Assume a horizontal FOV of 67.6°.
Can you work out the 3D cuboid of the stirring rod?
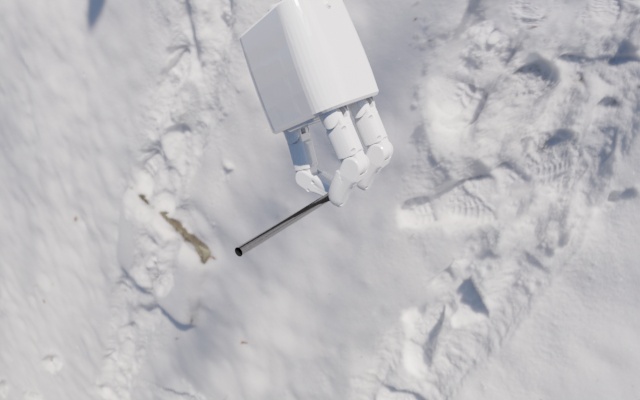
[{"bbox_3d":[0.000,0.001,0.468,0.011,0.011,0.239,0,19,34],"label":"stirring rod"}]
